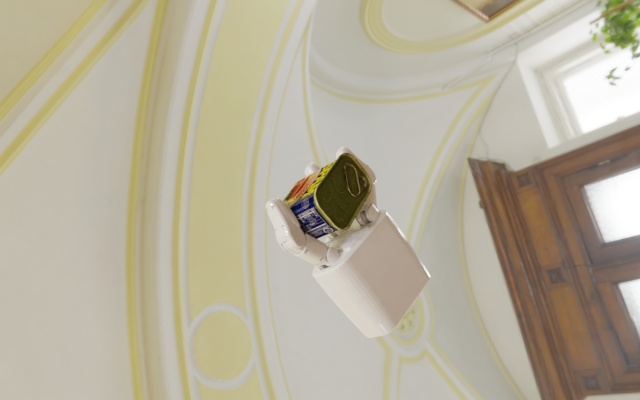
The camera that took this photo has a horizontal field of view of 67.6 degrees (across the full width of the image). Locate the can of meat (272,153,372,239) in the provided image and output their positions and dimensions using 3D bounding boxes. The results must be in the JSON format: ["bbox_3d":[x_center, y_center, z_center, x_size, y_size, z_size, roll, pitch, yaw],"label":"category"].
[{"bbox_3d":[0.000,0.002,0.552,0.084,0.057,0.102,-27,20,41],"label":"can of meat"}]
